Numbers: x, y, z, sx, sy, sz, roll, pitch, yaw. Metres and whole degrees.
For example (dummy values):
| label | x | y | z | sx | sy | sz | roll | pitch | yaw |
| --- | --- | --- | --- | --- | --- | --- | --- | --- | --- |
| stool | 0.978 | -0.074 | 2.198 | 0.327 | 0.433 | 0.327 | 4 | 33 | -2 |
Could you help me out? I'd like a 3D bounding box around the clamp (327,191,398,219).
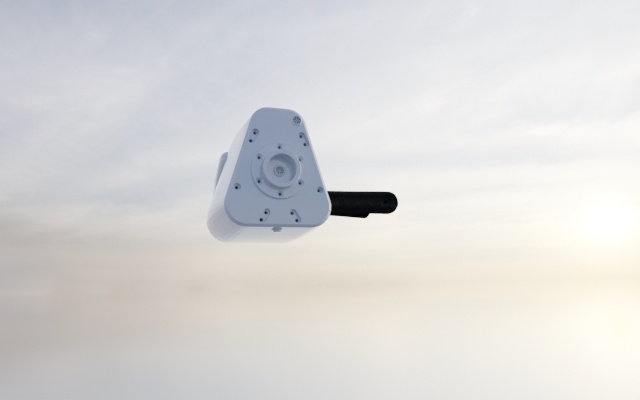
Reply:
| label | x | y | z | sx | sy | sz | roll | pitch | yaw |
| --- | --- | --- | --- | --- | --- | --- | --- | --- | --- |
| clamp | 0.000 | 0.001 | 0.543 | 0.171 | 0.039 | 0.120 | 2 | -11 | -19 |
